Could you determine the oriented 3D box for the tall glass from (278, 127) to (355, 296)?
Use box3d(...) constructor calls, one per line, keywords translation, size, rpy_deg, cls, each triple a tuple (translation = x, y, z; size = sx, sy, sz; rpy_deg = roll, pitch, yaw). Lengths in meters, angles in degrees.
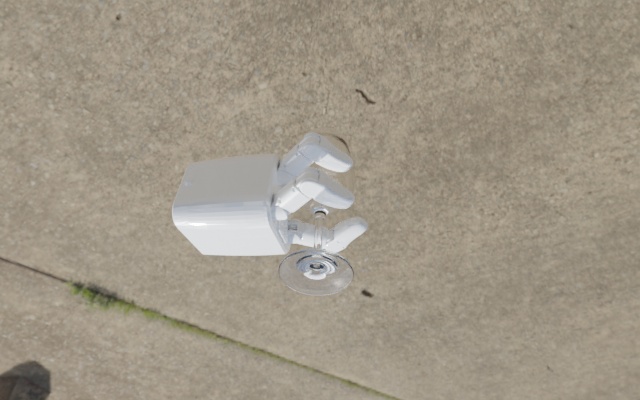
box3d(translation=(0.000, 0.002, 0.536), size=(0.079, 0.200, 0.079), rpy_deg=(2, -45, 2), cls="tall glass")
